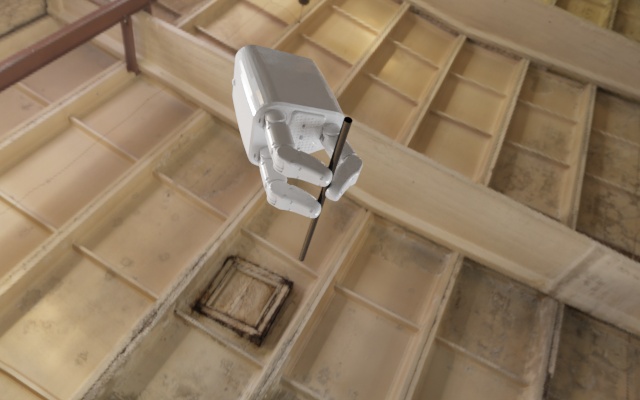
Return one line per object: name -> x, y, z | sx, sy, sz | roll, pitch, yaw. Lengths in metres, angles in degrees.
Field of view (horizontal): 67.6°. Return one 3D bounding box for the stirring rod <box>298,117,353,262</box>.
stirring rod -> 0.000, 0.002, 0.510 | 0.011, 0.011, 0.240 | 0, -37, -14
